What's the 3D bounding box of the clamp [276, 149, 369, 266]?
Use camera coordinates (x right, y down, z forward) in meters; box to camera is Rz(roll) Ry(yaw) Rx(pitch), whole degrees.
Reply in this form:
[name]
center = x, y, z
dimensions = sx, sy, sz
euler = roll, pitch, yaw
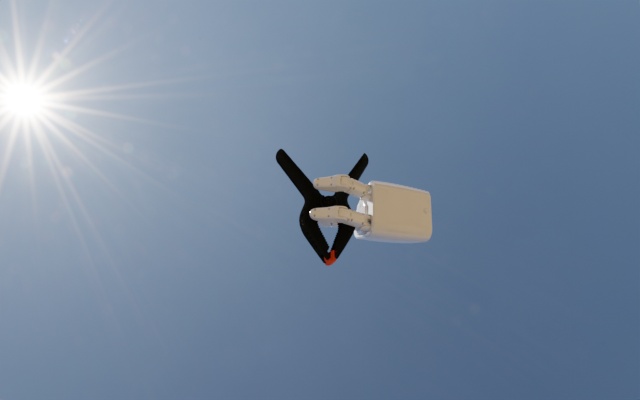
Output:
[clamp]
center = 0.000, 0.003, 0.799
dimensions = 0.164, 0.210, 0.036
euler = 7, -25, -9
